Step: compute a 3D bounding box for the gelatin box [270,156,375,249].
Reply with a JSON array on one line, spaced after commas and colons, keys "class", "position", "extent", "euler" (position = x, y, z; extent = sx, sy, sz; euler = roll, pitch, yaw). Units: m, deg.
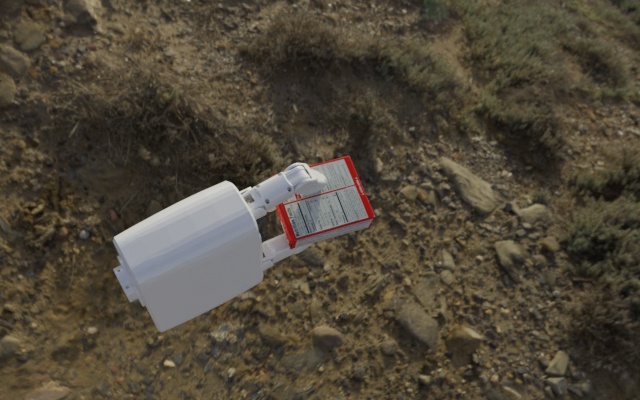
[{"class": "gelatin box", "position": [0.000, 0.001, 0.481], "extent": [0.089, 0.073, 0.030], "euler": [-16, -22, -15]}]
